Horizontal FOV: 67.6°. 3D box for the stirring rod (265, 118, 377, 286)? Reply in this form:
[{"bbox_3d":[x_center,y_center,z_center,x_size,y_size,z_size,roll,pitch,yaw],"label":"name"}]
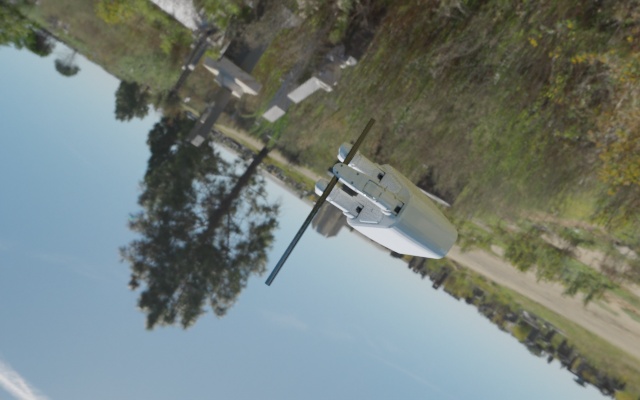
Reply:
[{"bbox_3d":[0.000,0.002,0.585,0.011,0.239,0.011,33,0,0],"label":"stirring rod"}]
